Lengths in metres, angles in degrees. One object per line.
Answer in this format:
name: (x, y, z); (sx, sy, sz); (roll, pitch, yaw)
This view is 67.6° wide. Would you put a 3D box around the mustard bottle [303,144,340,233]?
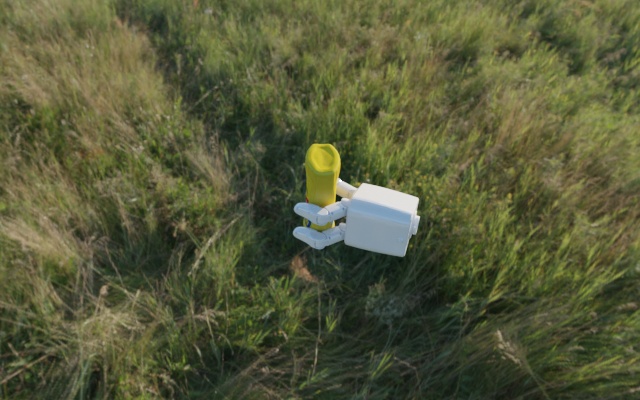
mustard bottle: (0.000, 0.003, 0.844); (0.058, 0.192, 0.096); (-1, 38, -5)
